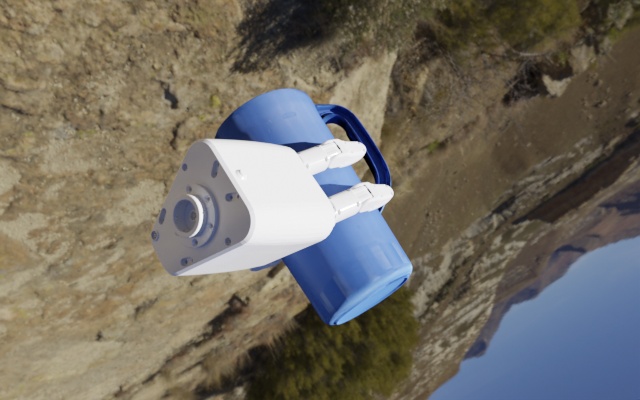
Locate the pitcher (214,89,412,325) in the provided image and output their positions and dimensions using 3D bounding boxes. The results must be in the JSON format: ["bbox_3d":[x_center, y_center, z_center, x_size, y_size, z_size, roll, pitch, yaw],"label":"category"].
[{"bbox_3d":[0.000,0.002,0.528,0.149,0.242,0.145,-42,-21,23],"label":"pitcher"}]
